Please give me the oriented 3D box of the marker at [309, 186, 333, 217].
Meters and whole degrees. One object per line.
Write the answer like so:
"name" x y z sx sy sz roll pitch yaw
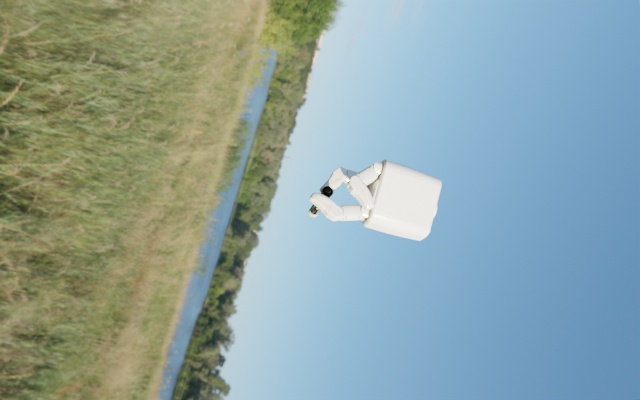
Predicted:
"marker" 0.000 0.003 0.837 0.020 0.020 0.121 0 -19 -14
